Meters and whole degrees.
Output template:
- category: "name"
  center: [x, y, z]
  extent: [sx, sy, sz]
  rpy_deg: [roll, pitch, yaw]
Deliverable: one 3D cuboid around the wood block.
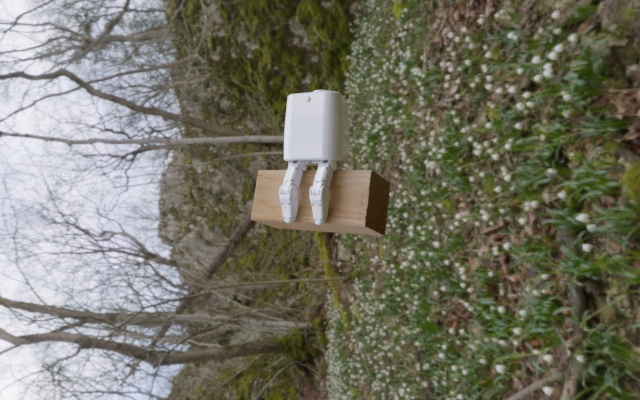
- category: "wood block"
  center: [0.000, 0.002, 0.791]
  extent: [0.206, 0.090, 0.091]
  rpy_deg: [2, -11, 28]
